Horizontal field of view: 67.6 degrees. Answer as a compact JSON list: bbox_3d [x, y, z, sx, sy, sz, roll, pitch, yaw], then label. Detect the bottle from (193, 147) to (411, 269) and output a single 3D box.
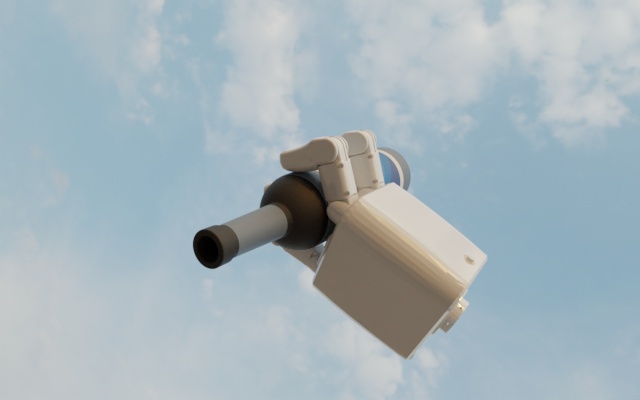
[{"bbox_3d":[0.000,0.001,0.435,0.069,0.069,0.295,0,12,31],"label":"bottle"}]
